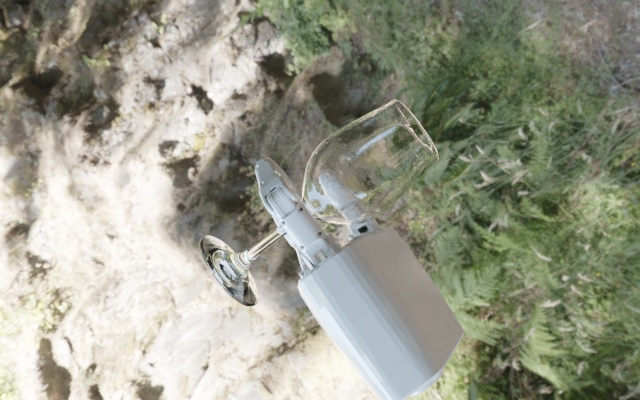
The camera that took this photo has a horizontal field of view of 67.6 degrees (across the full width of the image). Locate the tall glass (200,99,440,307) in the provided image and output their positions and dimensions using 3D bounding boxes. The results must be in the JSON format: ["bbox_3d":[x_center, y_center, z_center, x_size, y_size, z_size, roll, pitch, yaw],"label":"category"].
[{"bbox_3d":[-0.001,0.002,0.400,0.201,0.079,0.079,-38,-5,7],"label":"tall glass"}]
